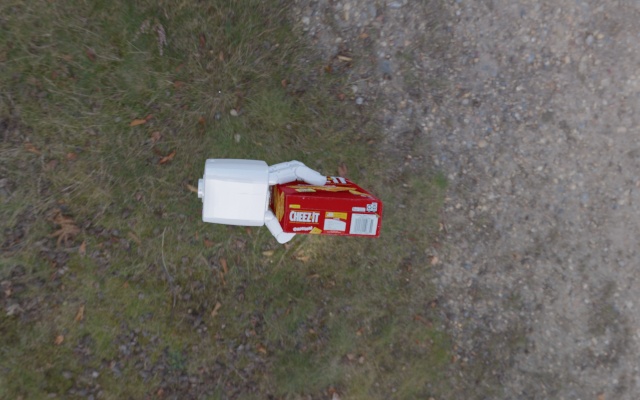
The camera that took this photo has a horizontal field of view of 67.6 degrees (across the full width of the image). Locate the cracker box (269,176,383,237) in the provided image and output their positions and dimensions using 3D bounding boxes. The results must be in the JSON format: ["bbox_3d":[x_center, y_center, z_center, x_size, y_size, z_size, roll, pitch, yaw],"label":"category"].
[{"bbox_3d":[0.000,0.003,0.863,0.164,0.072,0.213,3,12,-13],"label":"cracker box"}]
